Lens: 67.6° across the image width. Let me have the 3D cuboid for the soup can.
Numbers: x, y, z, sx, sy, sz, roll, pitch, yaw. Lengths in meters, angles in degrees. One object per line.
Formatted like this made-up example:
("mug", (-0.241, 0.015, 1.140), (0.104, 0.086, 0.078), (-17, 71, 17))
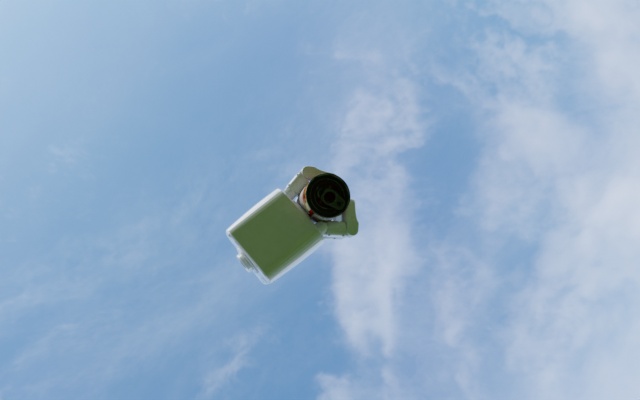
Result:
("soup can", (0.000, 0.002, 0.746), (0.068, 0.068, 0.102), (0, -11, -13))
